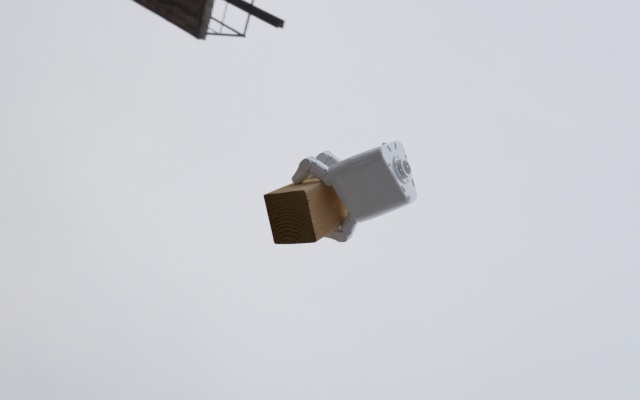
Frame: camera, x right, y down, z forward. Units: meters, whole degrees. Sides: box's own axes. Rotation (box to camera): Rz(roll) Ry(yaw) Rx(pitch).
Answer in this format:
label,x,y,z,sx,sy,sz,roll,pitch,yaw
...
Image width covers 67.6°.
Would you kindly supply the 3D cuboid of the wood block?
label,x,y,z,sx,sy,sz,roll,pitch,yaw
wood block,0.001,0.003,0.865,0.090,0.091,0.206,-6,12,33
